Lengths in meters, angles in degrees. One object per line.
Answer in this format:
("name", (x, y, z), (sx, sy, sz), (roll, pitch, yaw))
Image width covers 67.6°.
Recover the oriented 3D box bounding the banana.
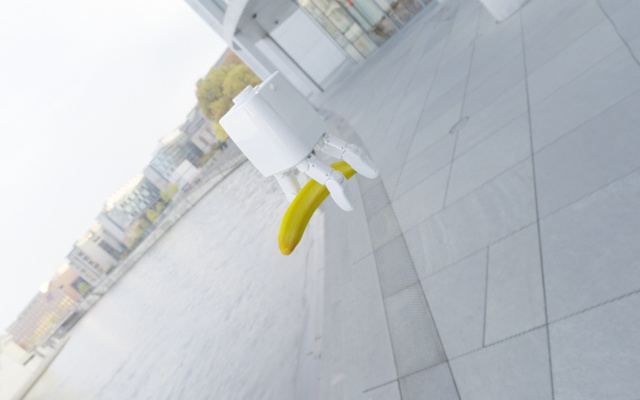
("banana", (-0.009, 0.000, 0.687), (0.197, 0.037, 0.069), (-48, 26, -25))
